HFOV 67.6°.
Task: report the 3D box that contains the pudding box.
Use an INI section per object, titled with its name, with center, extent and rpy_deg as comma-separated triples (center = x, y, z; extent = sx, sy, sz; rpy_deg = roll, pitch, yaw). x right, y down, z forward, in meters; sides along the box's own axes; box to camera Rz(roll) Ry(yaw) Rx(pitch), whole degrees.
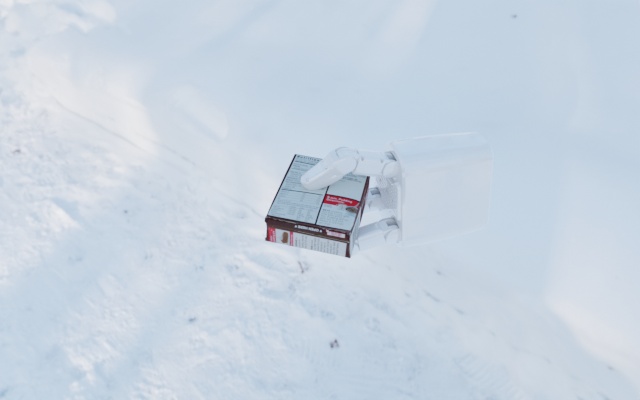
[pudding box]
center = 0.000, 0.002, 0.504
extent = 0.090, 0.039, 0.113
rpy_deg = 10, 40, 10
